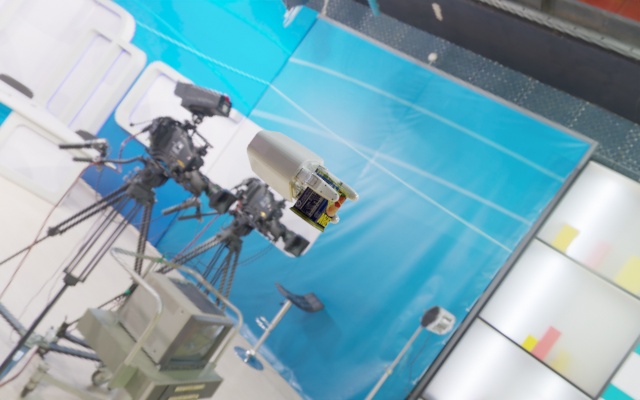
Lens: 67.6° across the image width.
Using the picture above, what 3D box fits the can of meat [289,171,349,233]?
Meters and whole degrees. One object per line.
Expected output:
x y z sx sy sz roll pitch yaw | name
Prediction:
0.000 0.002 0.837 0.057 0.084 0.102 36 -1 17 | can of meat
